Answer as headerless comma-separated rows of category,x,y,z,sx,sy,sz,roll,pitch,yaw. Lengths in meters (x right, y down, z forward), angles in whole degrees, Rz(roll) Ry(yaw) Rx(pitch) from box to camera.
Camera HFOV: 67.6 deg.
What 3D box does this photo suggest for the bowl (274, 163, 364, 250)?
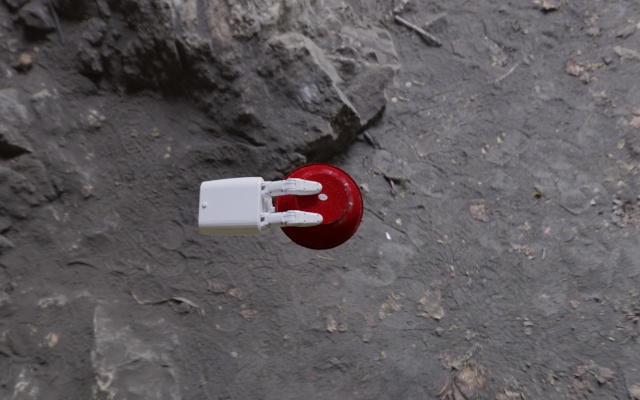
bowl,0.001,0.002,0.833,0.162,0.162,0.055,0,-15,-5
